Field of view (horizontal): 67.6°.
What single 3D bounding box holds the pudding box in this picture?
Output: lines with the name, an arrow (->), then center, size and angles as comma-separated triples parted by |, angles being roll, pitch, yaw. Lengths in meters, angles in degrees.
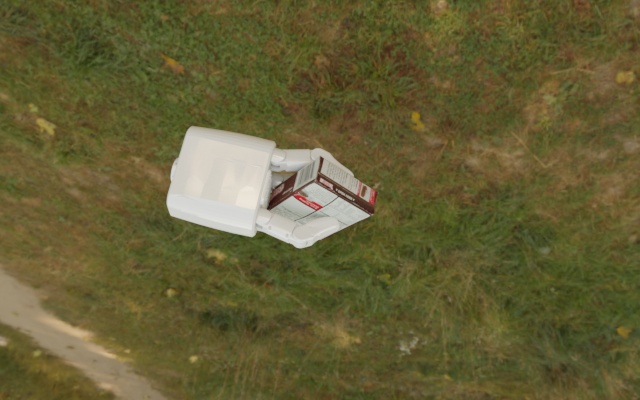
pudding box -> 0.000, 0.002, 0.587 | 0.090, 0.039, 0.113 | 29, -34, -24
